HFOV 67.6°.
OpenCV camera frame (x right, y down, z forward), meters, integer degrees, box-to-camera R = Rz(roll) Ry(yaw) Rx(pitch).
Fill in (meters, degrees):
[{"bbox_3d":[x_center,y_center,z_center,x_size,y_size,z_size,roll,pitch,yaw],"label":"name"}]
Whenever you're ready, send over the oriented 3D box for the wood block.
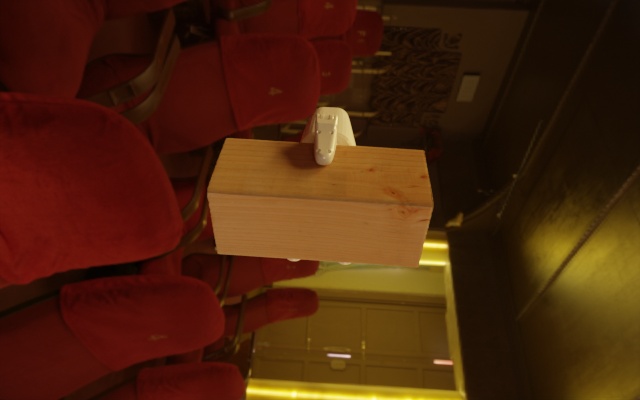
[{"bbox_3d":[0.000,0.001,0.490,0.206,0.091,0.090,3,42,2],"label":"wood block"}]
